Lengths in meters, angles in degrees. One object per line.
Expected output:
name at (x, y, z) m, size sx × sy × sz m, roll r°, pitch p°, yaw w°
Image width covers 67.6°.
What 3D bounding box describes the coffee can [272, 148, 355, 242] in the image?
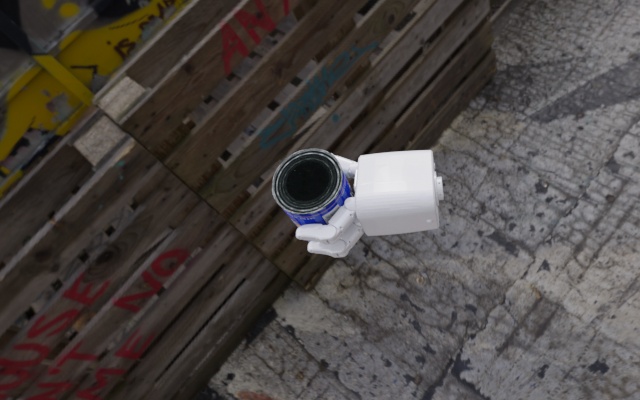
coffee can at (0.000, 0.002, 0.712) m, size 0.103 × 0.102 × 0.140 m, roll 0°, pitch -25°, yaw 18°
